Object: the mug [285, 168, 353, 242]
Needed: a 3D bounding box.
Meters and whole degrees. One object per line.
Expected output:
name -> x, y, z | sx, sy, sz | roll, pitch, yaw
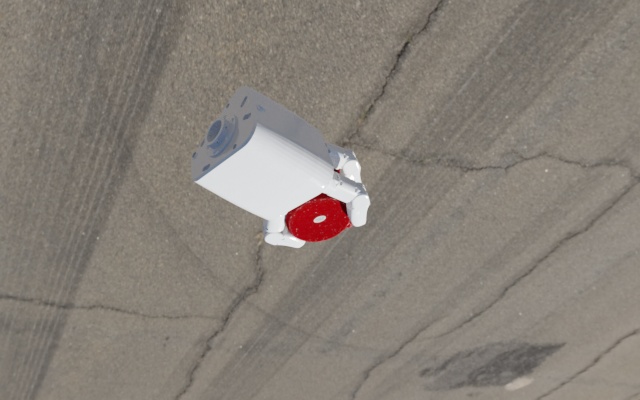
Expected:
mug -> 0.001, 0.003, 0.607 | 0.117, 0.081, 0.093 | 28, -58, -36
